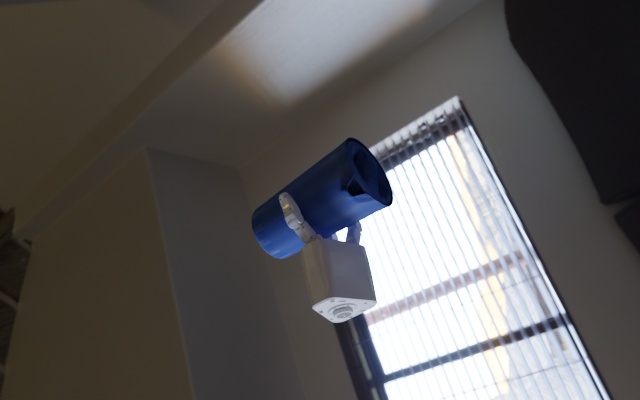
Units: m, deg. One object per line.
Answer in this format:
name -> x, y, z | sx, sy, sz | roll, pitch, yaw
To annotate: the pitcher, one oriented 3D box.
pitcher -> 0.000, 0.003, 0.853 | 0.243, 0.145, 0.149 | -32, -36, 26
